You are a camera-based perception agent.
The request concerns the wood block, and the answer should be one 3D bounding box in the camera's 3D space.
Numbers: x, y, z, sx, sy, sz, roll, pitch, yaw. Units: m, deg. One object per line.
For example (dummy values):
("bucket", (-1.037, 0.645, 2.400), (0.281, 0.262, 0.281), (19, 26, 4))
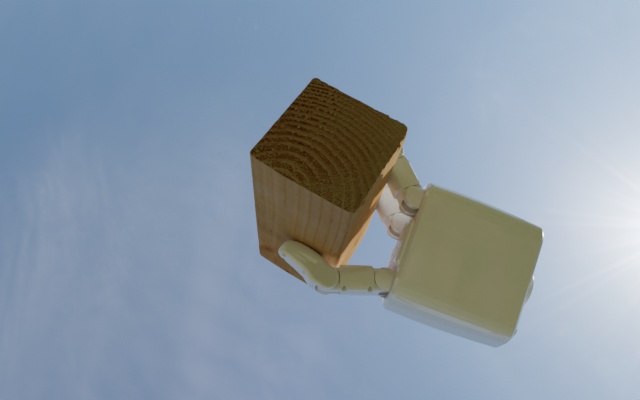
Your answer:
("wood block", (0.000, 0.002, 0.443), (0.090, 0.090, 0.206), (30, -26, 10))
